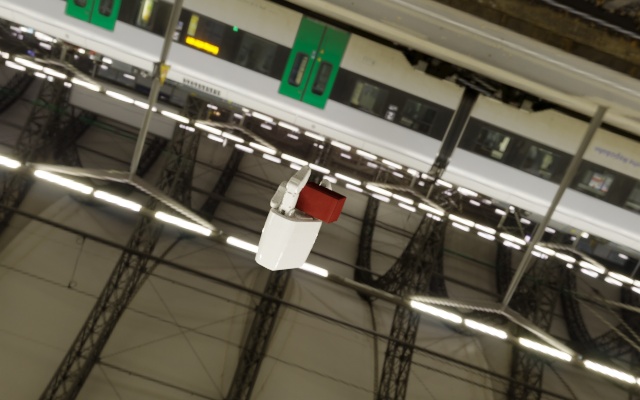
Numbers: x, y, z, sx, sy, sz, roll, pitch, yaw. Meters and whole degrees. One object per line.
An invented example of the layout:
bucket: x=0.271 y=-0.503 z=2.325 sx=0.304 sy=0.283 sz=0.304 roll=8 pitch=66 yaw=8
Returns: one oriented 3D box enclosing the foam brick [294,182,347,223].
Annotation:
foam brick: x=0.000 y=0.003 z=0.892 sx=0.078 sy=0.051 sz=0.053 roll=25 pitch=11 yaw=18
